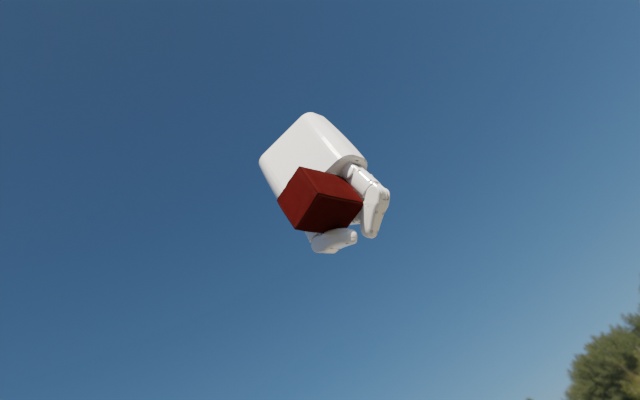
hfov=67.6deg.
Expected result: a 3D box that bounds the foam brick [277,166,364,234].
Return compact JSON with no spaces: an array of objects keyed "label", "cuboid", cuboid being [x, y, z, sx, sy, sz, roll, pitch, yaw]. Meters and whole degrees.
[{"label":"foam brick","cuboid":[0.000,0.002,0.547,0.078,0.053,0.051,11,33,-45]}]
